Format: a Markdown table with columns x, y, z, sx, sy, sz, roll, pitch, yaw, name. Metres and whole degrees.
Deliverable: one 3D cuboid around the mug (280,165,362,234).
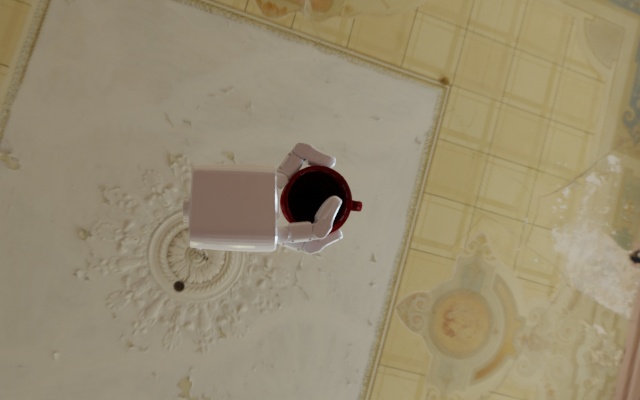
| x | y | z | sx | sy | sz | roll | pitch | yaw | name |
| --- | --- | --- | --- | --- | --- | --- | --- | --- | --- |
| 0.001 | 0.002 | 0.666 | 0.117 | 0.093 | 0.081 | 4 | -2 | -12 | mug |
